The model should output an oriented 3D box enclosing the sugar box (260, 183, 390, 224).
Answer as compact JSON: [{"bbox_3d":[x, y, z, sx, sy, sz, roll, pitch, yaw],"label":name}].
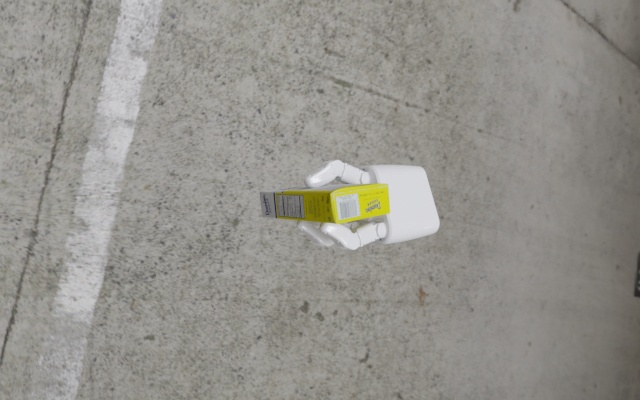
[{"bbox_3d":[0.000,0.003,0.651,0.093,0.048,0.176,-8,3,-35],"label":"sugar box"}]
